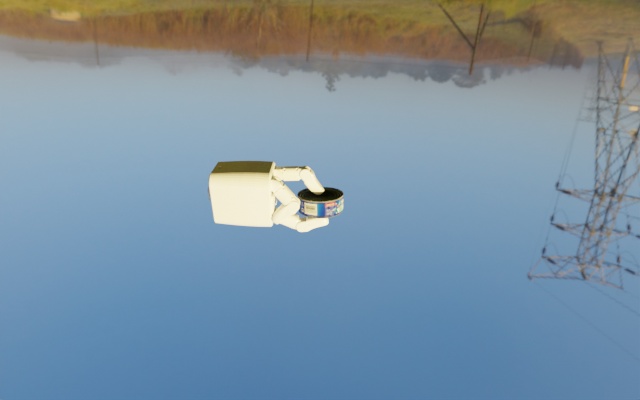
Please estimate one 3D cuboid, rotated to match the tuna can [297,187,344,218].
[{"bbox_3d":[0.000,0.003,0.889,0.086,0.034,0.086,-1,20,0],"label":"tuna can"}]
